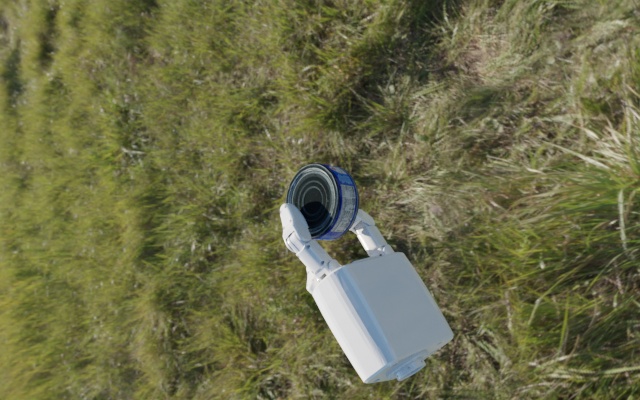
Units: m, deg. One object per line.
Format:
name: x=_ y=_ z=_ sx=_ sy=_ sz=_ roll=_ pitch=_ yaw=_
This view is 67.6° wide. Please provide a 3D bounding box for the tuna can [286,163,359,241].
tuna can: x=0.000 y=0.002 z=0.536 sx=0.086 sy=0.086 sz=0.034 roll=0 pitch=-5 yaw=44
